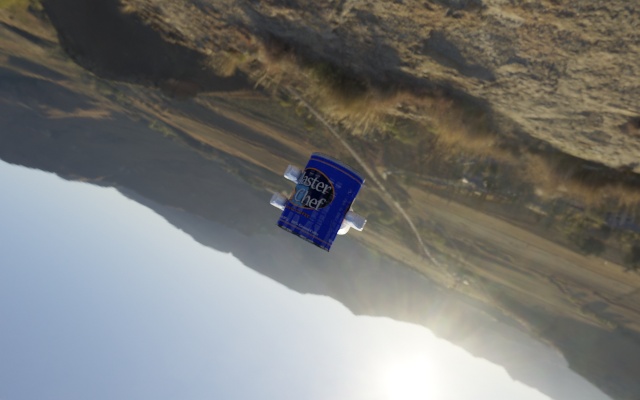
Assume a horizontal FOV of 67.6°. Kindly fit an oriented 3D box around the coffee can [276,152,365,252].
[{"bbox_3d":[0.000,0.003,0.815,0.103,0.140,0.103,27,-6,3],"label":"coffee can"}]
